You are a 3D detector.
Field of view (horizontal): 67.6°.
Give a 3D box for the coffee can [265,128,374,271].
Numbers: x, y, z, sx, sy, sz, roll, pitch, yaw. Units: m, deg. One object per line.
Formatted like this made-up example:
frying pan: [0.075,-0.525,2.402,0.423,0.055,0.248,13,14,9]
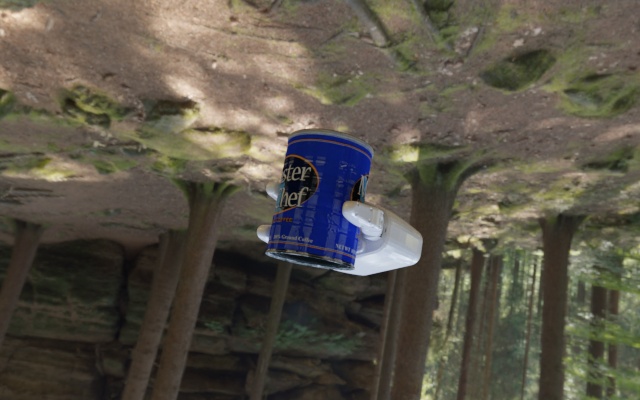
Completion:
coffee can: [0.000,0.002,0.550,0.103,0.140,0.103,10,-13,2]
